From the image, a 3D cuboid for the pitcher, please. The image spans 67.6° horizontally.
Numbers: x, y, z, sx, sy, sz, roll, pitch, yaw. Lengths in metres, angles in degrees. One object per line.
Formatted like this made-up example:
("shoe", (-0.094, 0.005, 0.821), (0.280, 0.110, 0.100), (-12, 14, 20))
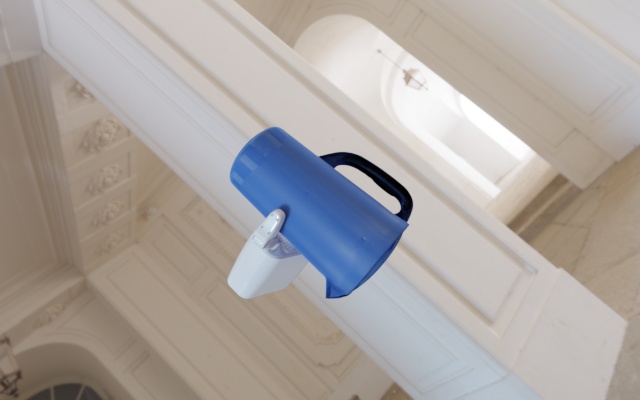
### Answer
("pitcher", (0.000, 0.002, 0.669), (0.243, 0.145, 0.149), (41, 32, 10))
